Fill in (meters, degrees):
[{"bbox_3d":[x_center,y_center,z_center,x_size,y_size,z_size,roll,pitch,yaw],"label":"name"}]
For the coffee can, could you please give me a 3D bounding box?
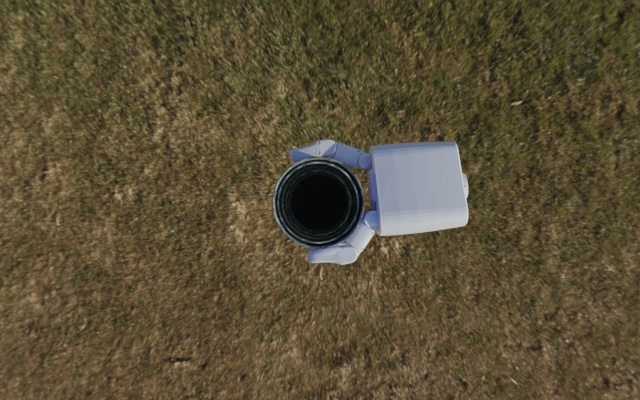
[{"bbox_3d":[0.000,0.002,0.594,0.103,0.103,0.140,0,1,2],"label":"coffee can"}]
